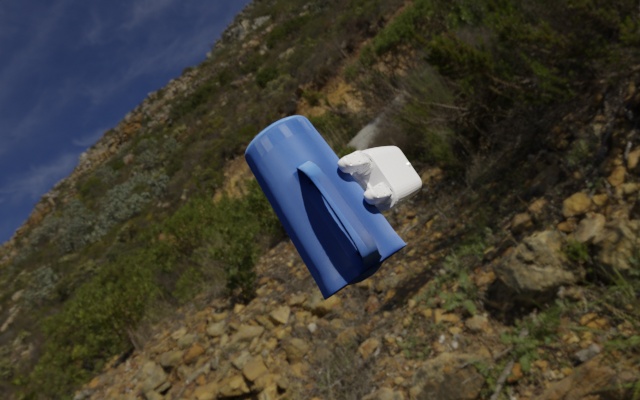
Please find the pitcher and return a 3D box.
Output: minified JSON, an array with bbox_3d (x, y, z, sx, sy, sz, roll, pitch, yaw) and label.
[{"bbox_3d":[0.000,0.002,0.659,0.149,0.243,0.145,-42,-13,35],"label":"pitcher"}]
